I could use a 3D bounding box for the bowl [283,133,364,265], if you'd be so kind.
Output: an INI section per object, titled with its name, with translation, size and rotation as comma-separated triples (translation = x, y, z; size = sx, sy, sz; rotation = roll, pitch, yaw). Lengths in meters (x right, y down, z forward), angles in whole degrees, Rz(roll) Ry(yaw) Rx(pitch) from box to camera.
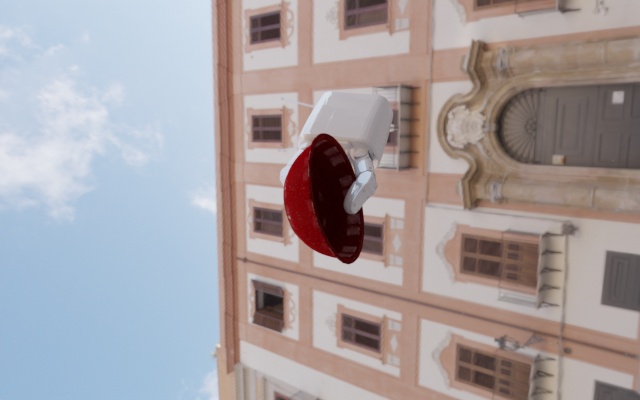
[bowl]
translation = -0.001, 0.003, 0.587
size = 0.055, 0.162, 0.162
rotation = -13, -5, 23
